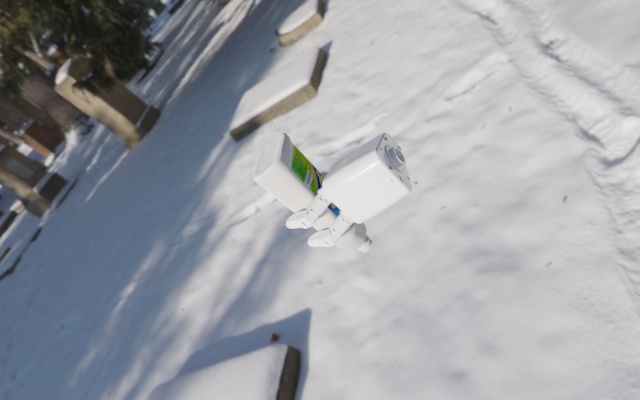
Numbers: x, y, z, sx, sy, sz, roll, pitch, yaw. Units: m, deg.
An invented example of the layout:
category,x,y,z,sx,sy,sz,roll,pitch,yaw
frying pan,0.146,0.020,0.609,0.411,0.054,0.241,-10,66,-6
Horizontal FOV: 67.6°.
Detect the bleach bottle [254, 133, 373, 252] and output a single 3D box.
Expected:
category,x,y,z,sx,sy,sz,roll,pitch,yaw
bleach bottle,0.000,0.003,0.817,0.068,0.102,0.251,-33,-60,28
